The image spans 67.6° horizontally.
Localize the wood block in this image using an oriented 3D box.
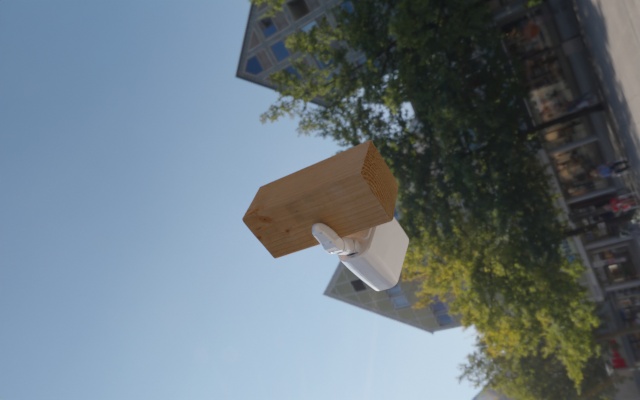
[{"bbox_3d":[0.000,0.003,0.710,0.206,0.090,0.090,-21,29,28],"label":"wood block"}]
